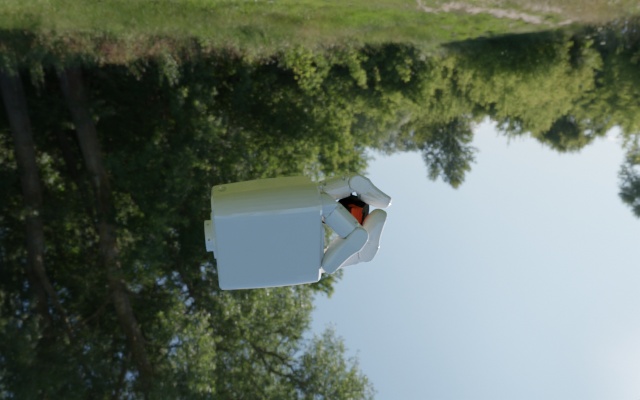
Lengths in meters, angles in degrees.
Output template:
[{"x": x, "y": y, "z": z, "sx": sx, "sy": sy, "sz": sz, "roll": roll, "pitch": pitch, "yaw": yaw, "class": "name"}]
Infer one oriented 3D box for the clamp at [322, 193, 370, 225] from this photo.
[{"x": 0.000, "y": 0.003, "z": 0.595, "sx": 0.120, "sy": 0.039, "sz": 0.171, "roll": -5, "pitch": 11, "yaw": -11, "class": "clamp"}]
